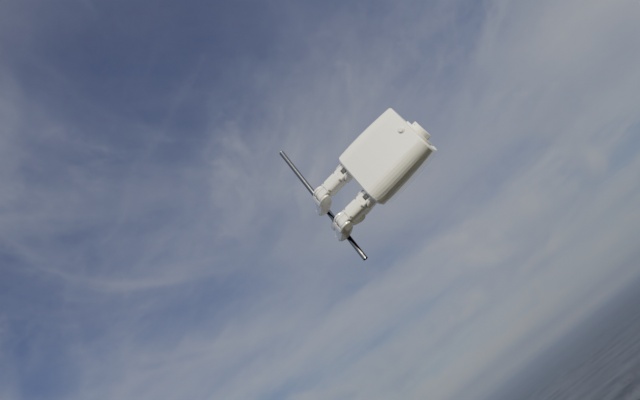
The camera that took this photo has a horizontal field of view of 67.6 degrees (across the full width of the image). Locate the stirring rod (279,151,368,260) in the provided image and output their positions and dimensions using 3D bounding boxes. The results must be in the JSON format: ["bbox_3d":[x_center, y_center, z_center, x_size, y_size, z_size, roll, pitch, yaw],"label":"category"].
[{"bbox_3d":[0.000,0.003,0.762,0.011,0.011,0.239,0,44,-51],"label":"stirring rod"}]
